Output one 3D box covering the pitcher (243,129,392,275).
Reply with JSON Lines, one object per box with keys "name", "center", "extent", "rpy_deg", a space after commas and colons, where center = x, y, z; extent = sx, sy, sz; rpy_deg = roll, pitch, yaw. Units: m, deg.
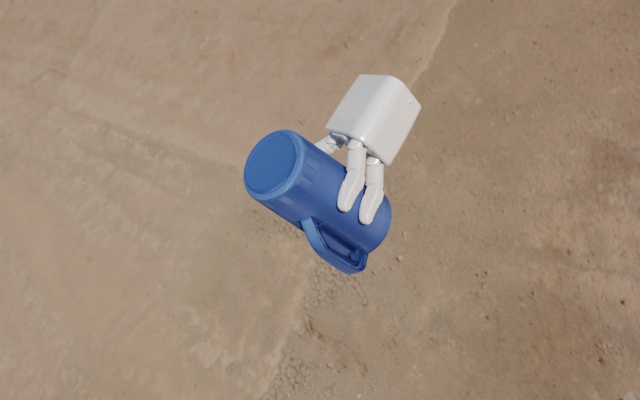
{"name": "pitcher", "center": [0.000, 0.002, 0.725], "extent": [0.149, 0.145, 0.243], "rpy_deg": [31, -1, 42]}
